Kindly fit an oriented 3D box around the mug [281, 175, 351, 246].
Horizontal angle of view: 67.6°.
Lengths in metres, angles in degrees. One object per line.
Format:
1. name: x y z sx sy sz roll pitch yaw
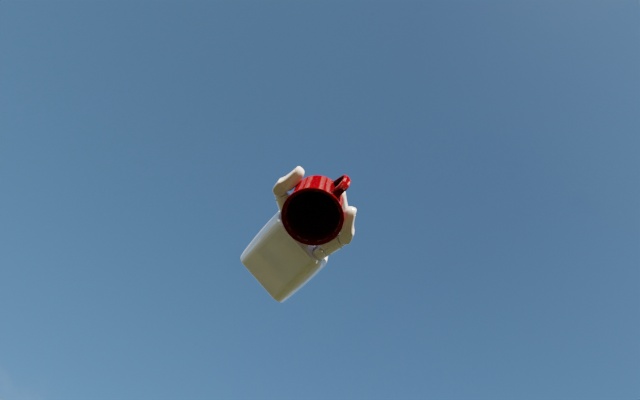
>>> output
1. mug: 0.001 0.001 0.730 0.093 0.117 0.081 42 19 -10
